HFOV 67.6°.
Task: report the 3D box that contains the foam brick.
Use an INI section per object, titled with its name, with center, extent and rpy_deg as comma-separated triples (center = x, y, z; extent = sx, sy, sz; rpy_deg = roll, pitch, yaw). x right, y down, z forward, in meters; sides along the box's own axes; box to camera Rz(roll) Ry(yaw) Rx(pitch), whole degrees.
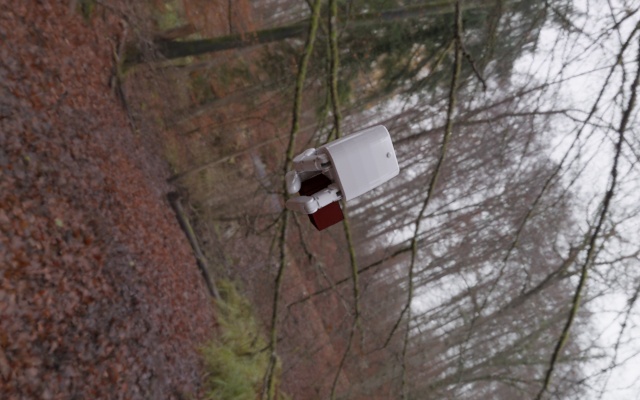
[foam brick]
center = 0.000, 0.003, 0.818
extent = 0.051, 0.078, 0.053
rpy_deg = -25, 25, -10
